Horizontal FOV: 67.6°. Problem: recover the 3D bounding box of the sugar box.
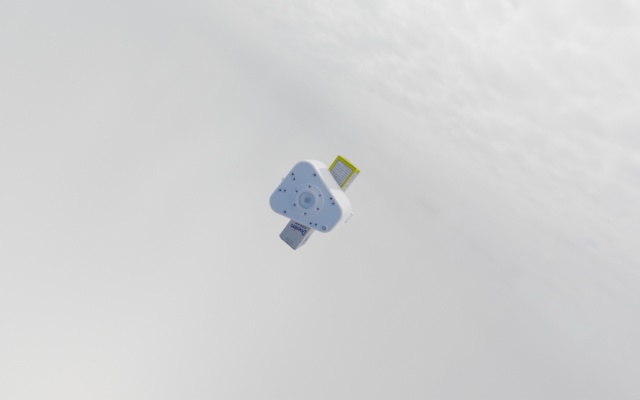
[{"bbox_3d":[0.000,0.002,0.847,0.048,0.176,0.093,40,8,6],"label":"sugar box"}]
